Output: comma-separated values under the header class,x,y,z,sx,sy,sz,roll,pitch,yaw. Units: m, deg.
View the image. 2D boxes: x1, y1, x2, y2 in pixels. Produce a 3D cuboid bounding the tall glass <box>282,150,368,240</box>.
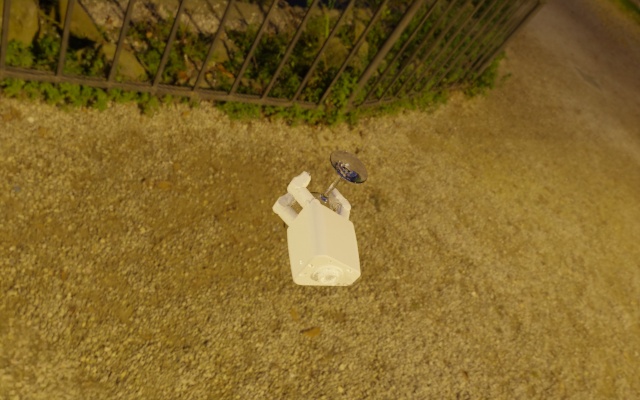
class,x,y,z,sx,sy,sz,roll,pitch,yaw
tall glass,0.001,0.002,0.867,0.079,0.079,0.201,0,-37,-38
